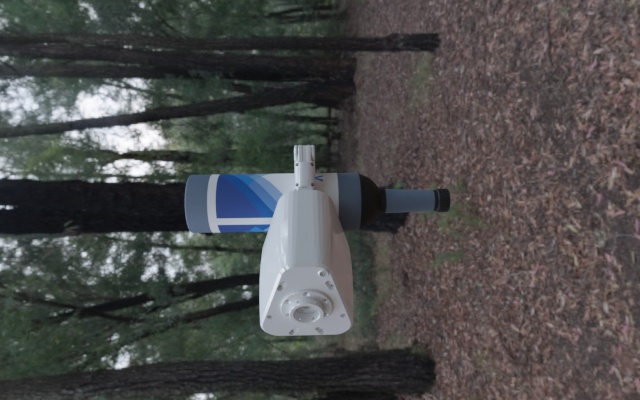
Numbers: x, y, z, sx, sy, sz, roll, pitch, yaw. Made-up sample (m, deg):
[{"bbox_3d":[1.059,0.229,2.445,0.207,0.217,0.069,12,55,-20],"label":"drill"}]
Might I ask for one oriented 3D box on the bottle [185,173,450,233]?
[{"bbox_3d":[0.000,0.002,0.550,0.296,0.069,0.069,-1,0,-2],"label":"bottle"}]
